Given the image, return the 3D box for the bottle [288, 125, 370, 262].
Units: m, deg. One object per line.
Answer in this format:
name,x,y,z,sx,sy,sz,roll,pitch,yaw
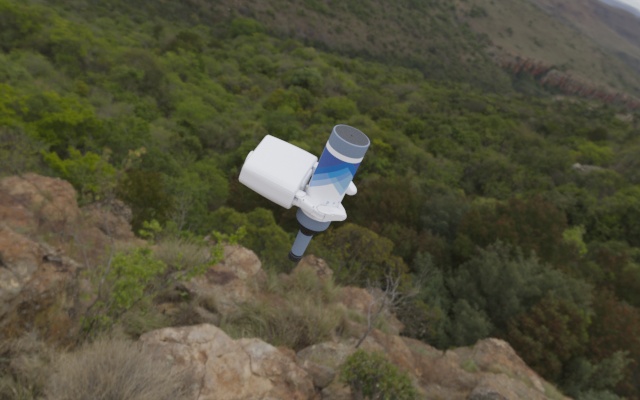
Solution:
bottle,0.000,0.003,0.881,0.069,0.296,0.069,17,34,-12
